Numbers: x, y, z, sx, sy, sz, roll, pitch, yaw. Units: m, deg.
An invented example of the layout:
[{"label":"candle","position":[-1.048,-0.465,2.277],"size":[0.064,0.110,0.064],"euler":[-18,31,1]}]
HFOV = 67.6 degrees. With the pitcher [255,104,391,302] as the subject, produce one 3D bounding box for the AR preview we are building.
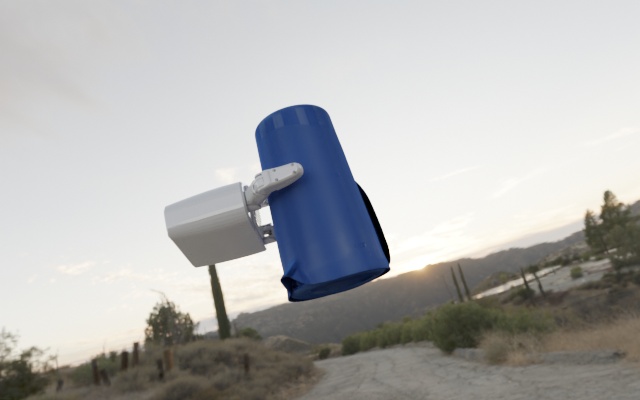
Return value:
[{"label":"pitcher","position":[0.000,0.002,0.632],"size":[0.145,0.242,0.149],"euler":[-17,-18,1]}]
